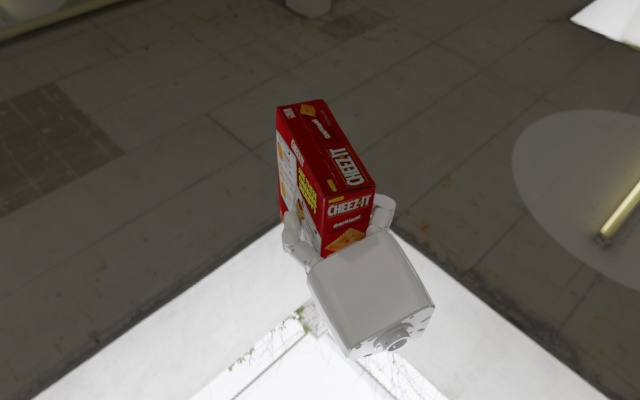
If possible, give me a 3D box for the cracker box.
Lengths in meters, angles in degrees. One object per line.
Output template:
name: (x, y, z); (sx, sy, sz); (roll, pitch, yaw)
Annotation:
cracker box: (0.000, 0.002, 0.629); (0.072, 0.164, 0.214); (-15, -38, -16)
